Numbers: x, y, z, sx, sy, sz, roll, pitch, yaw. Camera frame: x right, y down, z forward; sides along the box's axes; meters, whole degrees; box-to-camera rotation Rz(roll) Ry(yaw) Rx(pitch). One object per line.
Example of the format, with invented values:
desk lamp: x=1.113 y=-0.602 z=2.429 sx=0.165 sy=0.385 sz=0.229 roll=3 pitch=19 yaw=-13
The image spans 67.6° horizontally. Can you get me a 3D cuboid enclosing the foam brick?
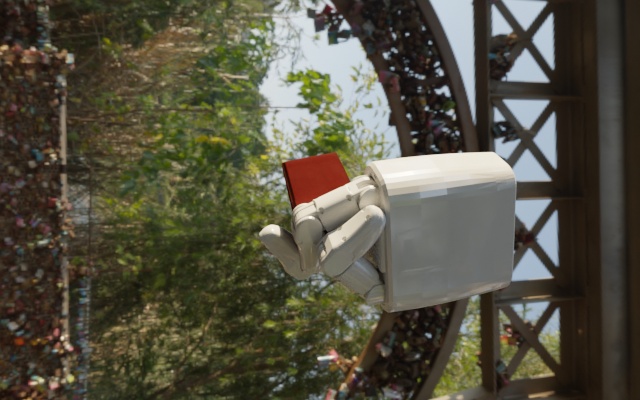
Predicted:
foam brick: x=0.000 y=0.001 z=0.415 sx=0.051 sy=0.053 sz=0.078 roll=-13 pitch=34 yaw=-5
